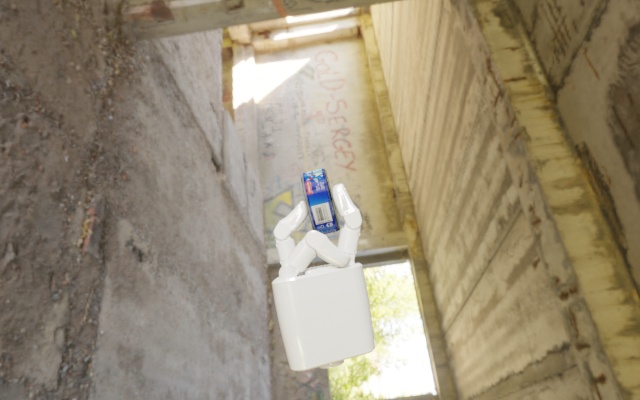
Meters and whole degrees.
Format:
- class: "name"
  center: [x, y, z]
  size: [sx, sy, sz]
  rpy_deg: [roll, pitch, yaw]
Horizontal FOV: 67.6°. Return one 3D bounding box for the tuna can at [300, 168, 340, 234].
- class: "tuna can"
  center: [0.001, 0.002, 0.623]
  size: [0.034, 0.086, 0.086]
  rpy_deg: [-14, -1, 2]
